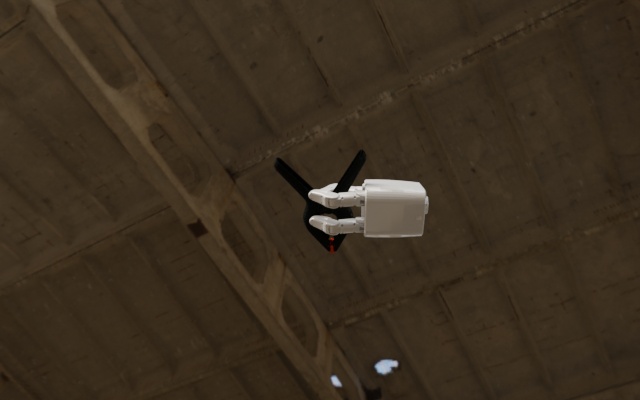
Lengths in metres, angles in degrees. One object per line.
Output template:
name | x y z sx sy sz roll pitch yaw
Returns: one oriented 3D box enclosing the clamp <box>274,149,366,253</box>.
clamp | 0.000 0.003 0.887 0.164 0.210 0.036 2 28 6
